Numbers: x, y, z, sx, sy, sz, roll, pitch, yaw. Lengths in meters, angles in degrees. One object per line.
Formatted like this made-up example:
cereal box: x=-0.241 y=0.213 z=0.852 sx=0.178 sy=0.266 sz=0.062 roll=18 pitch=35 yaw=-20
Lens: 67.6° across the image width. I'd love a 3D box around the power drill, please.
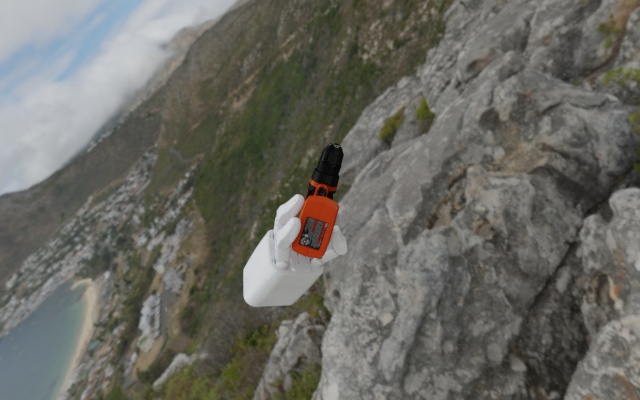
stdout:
power drill: x=0.000 y=0.003 z=0.821 sx=0.057 sy=0.184 sz=0.187 roll=16 pitch=18 yaw=-1
